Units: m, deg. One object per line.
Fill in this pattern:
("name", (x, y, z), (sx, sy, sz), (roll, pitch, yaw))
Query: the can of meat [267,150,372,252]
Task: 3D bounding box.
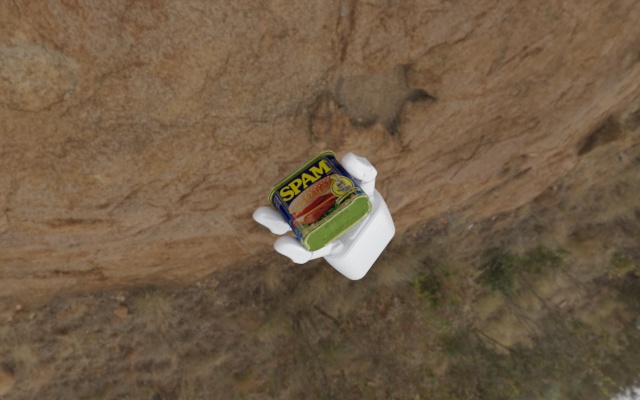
("can of meat", (0.000, 0.002, 0.585), (0.102, 0.084, 0.057), (-36, -32, -3))
